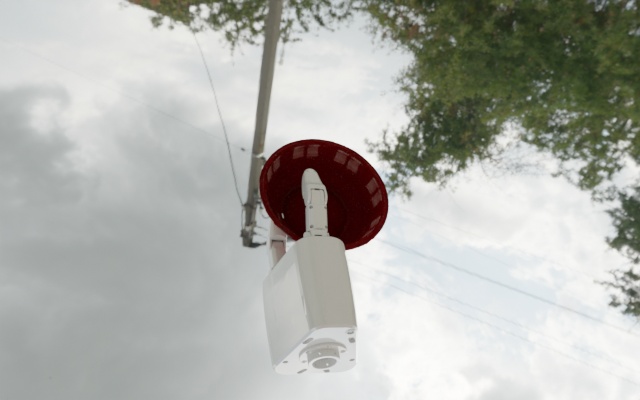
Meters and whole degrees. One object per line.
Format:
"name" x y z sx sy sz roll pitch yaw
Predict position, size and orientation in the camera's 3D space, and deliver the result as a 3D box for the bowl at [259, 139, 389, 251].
"bowl" 0.000 0.001 0.595 0.162 0.162 0.055 0 -32 -18
